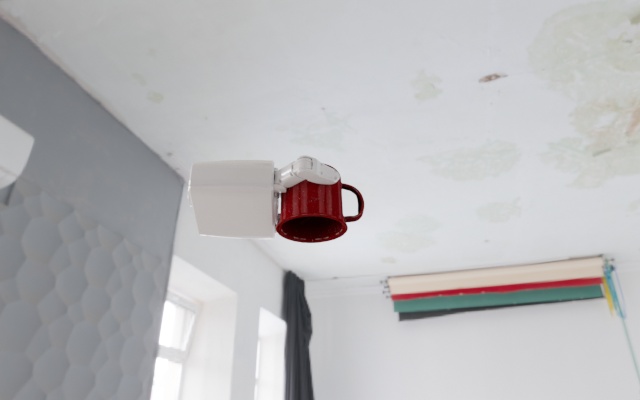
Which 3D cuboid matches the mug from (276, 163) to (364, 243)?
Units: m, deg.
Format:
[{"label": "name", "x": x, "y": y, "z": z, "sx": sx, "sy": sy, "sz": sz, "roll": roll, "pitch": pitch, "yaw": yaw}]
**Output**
[{"label": "mug", "x": 0.002, "y": 0.002, "z": 0.635, "sx": 0.117, "sy": 0.081, "sz": 0.093, "roll": 0, "pitch": -27, "yaw": -2}]
